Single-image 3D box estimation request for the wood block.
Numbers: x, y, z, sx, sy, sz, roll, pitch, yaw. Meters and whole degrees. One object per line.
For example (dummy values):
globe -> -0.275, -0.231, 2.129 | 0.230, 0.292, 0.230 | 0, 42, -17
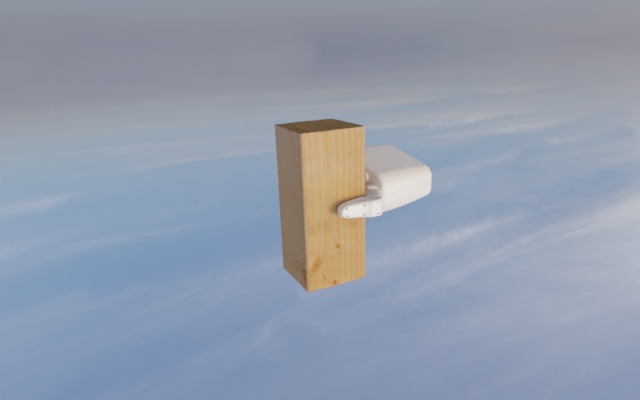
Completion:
wood block -> 0.001, 0.002, 0.636 | 0.090, 0.206, 0.090 | -10, 19, -25
